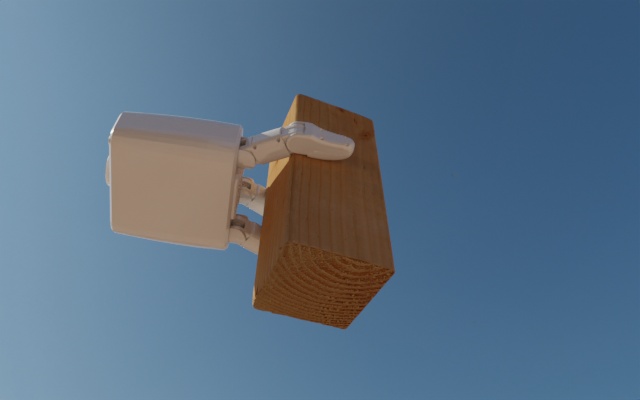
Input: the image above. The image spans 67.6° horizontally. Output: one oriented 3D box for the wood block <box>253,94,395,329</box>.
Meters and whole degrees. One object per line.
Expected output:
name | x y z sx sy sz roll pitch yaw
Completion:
wood block | 0.000 0.001 0.451 0.090 0.206 0.091 17 -49 -16
